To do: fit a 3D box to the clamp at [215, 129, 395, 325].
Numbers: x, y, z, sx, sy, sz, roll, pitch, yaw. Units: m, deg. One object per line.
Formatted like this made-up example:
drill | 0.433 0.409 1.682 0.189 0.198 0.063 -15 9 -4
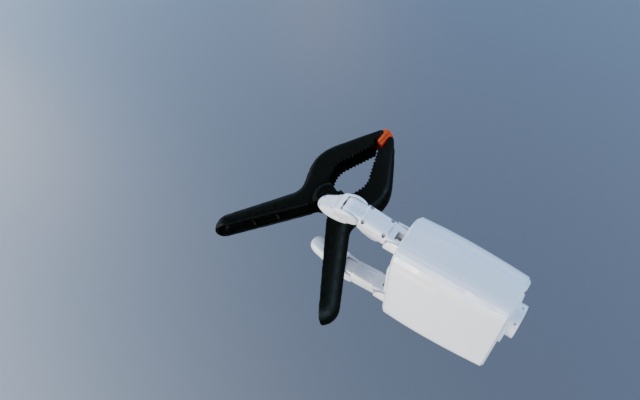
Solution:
clamp | 0.000 0.001 0.503 0.164 0.210 0.036 29 -18 22
